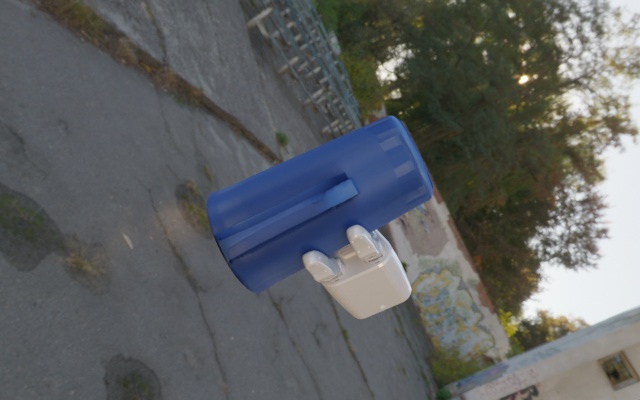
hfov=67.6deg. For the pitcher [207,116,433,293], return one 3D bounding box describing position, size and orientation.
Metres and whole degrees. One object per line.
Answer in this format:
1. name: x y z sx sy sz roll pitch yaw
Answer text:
1. pitcher: 0.000 0.002 0.550 0.243 0.149 0.145 -27 -46 8
